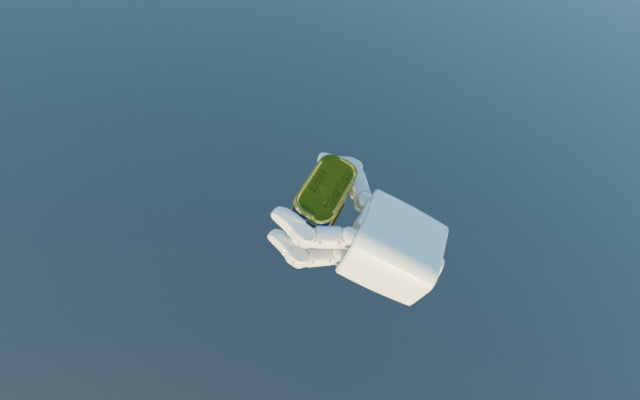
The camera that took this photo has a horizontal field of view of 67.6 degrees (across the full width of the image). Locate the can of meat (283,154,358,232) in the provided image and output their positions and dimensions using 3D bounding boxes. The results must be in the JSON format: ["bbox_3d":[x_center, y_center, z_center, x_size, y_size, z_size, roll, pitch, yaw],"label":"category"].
[{"bbox_3d":[0.000,0.002,0.605,0.057,0.102,0.084,29,-30,3],"label":"can of meat"}]
